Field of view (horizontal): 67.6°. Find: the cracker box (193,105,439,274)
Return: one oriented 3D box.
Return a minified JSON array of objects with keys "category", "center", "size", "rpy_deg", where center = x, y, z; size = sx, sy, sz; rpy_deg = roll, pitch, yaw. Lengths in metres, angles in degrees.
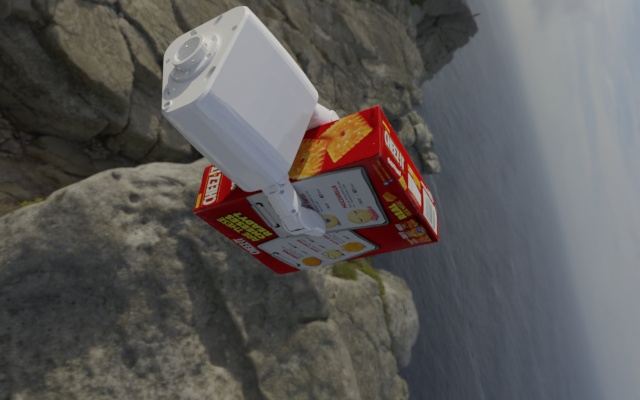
[{"category":"cracker box","center":[0.000,0.002,0.523],"size":[0.214,0.072,0.164],"rpy_deg":[-15,-39,26]}]
